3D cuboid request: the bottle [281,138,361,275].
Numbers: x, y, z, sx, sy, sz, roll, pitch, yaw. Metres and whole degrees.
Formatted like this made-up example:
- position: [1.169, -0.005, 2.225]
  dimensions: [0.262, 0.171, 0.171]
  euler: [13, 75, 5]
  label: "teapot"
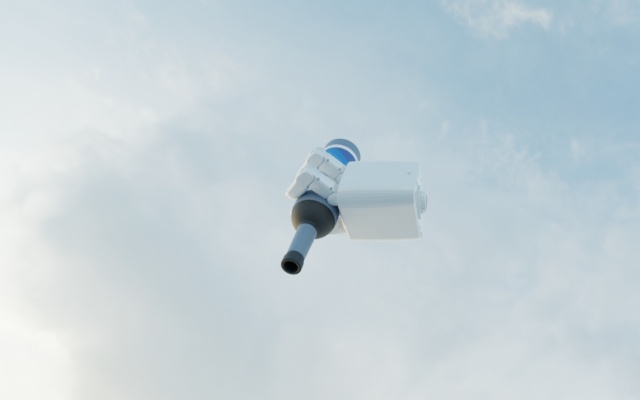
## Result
- position: [0.000, 0.002, 0.709]
  dimensions: [0.069, 0.069, 0.295]
  euler: [0, 33, 17]
  label: "bottle"
